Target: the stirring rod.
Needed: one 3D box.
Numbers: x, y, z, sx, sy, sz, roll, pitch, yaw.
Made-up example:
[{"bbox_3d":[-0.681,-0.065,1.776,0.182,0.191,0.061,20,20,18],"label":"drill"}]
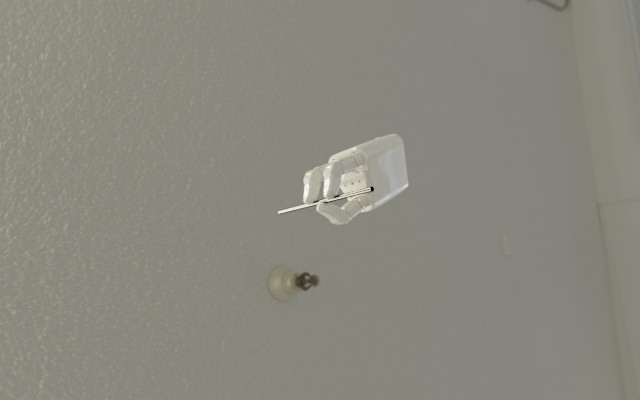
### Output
[{"bbox_3d":[0.000,0.003,0.768,0.011,0.011,0.239,0,-9,-38],"label":"stirring rod"}]
